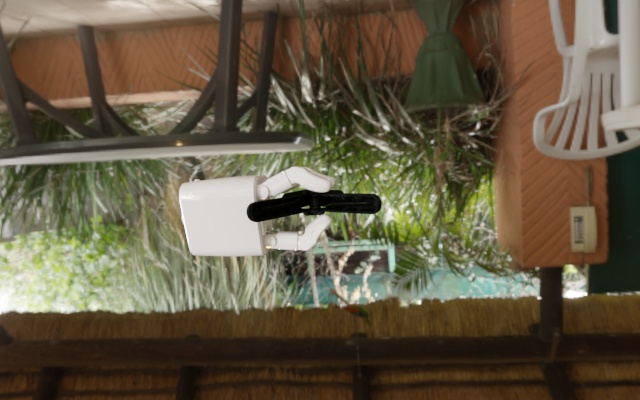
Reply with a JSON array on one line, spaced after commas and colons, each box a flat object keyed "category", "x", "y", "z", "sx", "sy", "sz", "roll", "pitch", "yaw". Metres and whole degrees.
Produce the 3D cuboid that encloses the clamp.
[{"category": "clamp", "x": 0.000, "y": 0.003, "z": 0.667, "sx": 0.164, "sy": 0.036, "sz": 0.210, "roll": -2, "pitch": 5, "yaw": 6}]
